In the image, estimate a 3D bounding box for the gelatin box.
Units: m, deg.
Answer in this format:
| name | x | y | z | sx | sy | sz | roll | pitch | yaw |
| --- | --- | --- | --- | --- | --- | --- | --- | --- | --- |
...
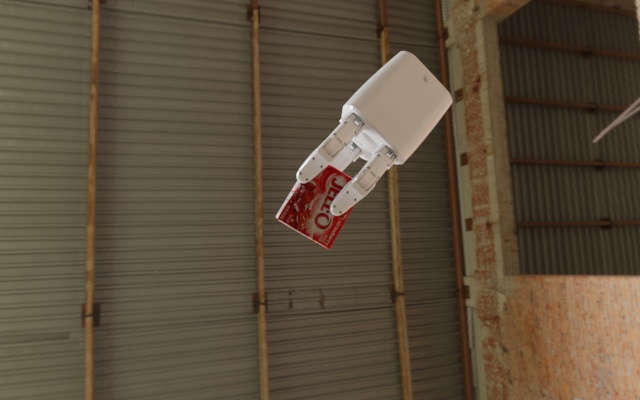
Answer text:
| name | x | y | z | sx | sy | sz | roll | pitch | yaw |
| --- | --- | --- | --- | --- | --- | --- | --- | --- | --- |
| gelatin box | 0.000 | 0.002 | 0.575 | 0.073 | 0.089 | 0.030 | 31 | -3 | -9 |
